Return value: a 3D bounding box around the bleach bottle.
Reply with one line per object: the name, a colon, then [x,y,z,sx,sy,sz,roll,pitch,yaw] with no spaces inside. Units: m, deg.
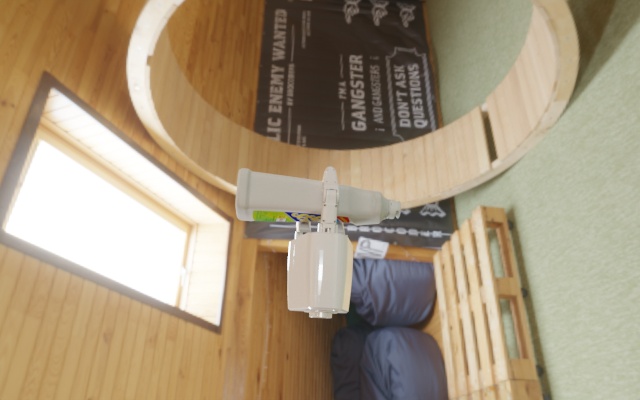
bleach bottle: [0.000,0.002,0.733,0.251,0.068,0.102,4,-16,-6]
